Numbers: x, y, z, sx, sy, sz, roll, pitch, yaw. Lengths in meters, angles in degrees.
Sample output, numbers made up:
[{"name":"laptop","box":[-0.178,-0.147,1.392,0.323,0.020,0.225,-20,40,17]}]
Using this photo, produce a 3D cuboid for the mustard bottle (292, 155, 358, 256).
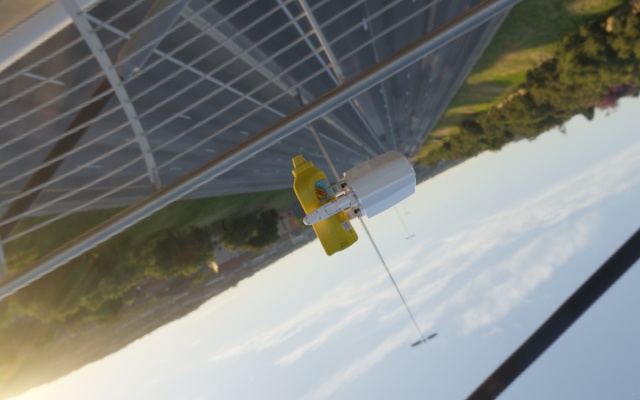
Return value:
[{"name":"mustard bottle","box":[0.000,0.003,0.882,0.058,0.191,0.096,-28,-2,26]}]
